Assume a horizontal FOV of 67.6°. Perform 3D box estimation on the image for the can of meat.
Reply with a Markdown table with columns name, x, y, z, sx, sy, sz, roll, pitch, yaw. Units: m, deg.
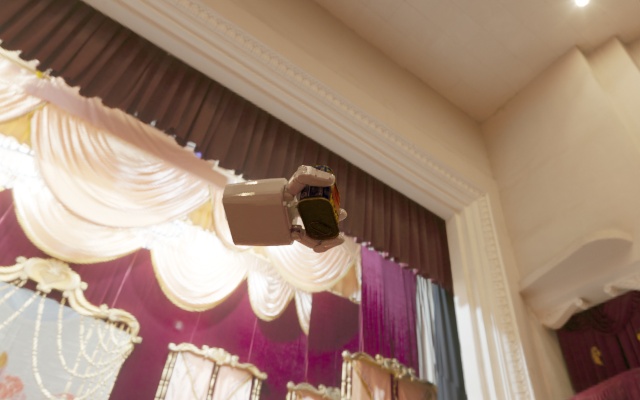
| name | x | y | z | sx | sy | sz | roll | pitch | yaw |
| --- | --- | --- | --- | --- | --- | --- | --- | --- | --- |
| can of meat | 0.000 | 0.002 | 0.806 | 0.057 | 0.083 | 0.102 | -6 | -44 | 12 |
